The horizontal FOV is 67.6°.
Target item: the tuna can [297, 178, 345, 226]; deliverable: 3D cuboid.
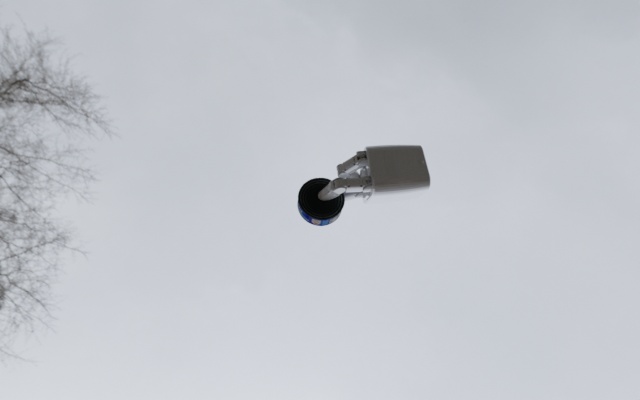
[{"bbox_3d":[0.000,0.003,0.877,0.086,0.086,0.034,0,-26,-7],"label":"tuna can"}]
